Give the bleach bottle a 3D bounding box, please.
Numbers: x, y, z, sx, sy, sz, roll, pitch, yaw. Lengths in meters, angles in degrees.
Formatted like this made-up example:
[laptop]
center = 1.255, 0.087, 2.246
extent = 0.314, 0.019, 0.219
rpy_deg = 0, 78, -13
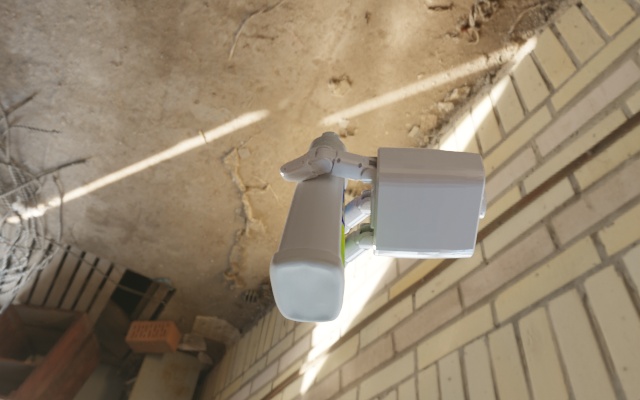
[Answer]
[bleach bottle]
center = 0.000, 0.002, 0.527
extent = 0.068, 0.103, 0.250
rpy_deg = 3, 44, 5
